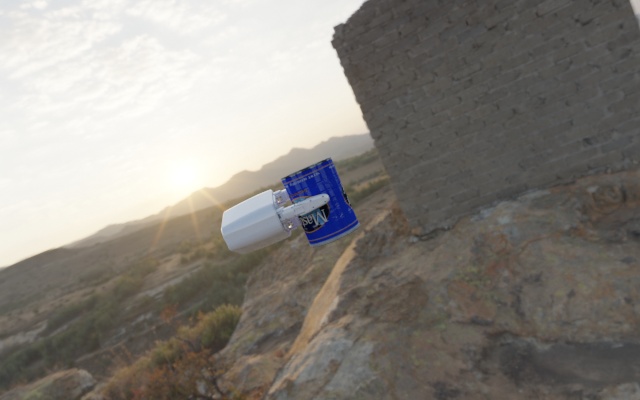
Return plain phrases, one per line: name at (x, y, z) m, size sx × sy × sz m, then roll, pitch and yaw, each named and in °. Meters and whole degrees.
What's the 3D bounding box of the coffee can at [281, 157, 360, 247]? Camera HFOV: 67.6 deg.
coffee can at (0.000, 0.003, 0.895) m, size 0.103 × 0.140 × 0.103 m, roll -23°, pitch 5°, yaw 2°
